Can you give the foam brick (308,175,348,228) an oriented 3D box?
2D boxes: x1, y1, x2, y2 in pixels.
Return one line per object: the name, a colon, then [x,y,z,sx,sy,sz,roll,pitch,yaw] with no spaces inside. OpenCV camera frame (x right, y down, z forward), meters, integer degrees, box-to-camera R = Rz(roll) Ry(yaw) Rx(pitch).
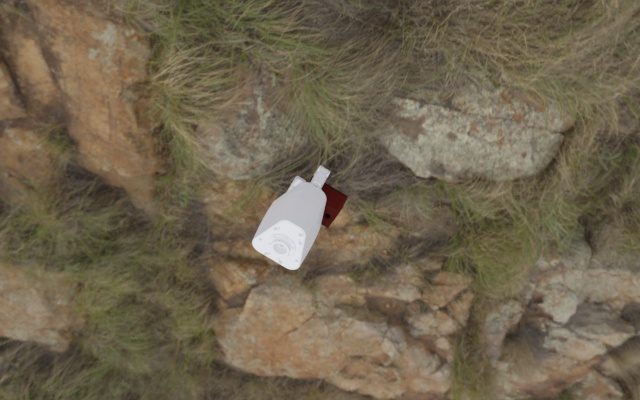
foam brick: [0.000,0.003,0.884,0.078,0.053,0.051,31,42,-4]
